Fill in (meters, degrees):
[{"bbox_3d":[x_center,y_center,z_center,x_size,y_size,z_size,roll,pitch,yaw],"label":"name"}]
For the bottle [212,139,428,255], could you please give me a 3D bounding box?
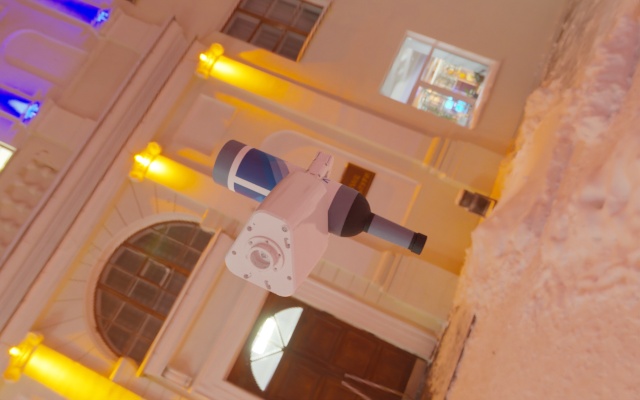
[{"bbox_3d":[0.000,0.002,0.643,0.295,0.069,0.069,23,4,10],"label":"bottle"}]
